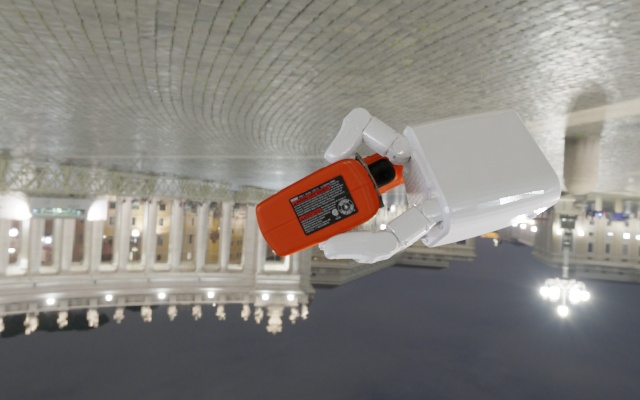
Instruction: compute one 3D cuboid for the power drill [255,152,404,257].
[{"bbox_3d":[0.000,0.002,0.489,0.184,0.057,0.187,-28,2,14],"label":"power drill"}]
